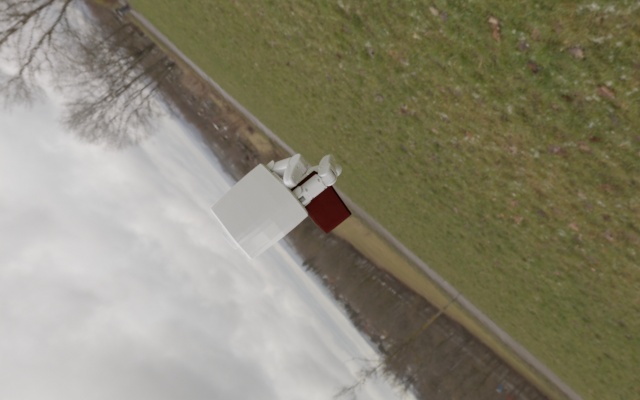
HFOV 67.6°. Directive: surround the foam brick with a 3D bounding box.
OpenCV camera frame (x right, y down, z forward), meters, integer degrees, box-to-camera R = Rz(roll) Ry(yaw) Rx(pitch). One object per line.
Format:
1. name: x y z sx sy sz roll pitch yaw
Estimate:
1. foam brick: 0.000 0.003 0.741 0.051 0.078 0.053 -41 31 -7
